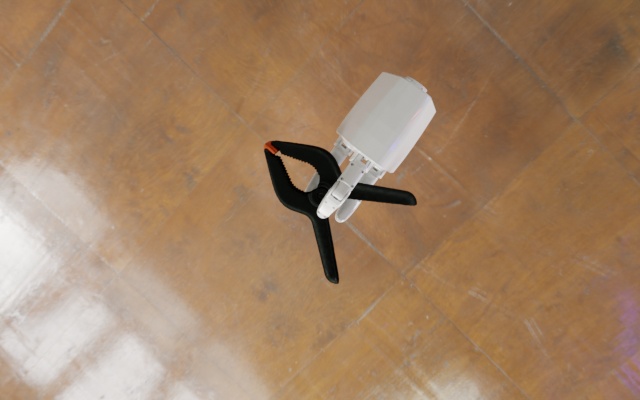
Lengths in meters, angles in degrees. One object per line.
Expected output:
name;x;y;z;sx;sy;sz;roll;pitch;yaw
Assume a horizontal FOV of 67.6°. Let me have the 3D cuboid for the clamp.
clamp;0.000;0.002;0.645;0.210;0.164;0.036;36;9;-1
